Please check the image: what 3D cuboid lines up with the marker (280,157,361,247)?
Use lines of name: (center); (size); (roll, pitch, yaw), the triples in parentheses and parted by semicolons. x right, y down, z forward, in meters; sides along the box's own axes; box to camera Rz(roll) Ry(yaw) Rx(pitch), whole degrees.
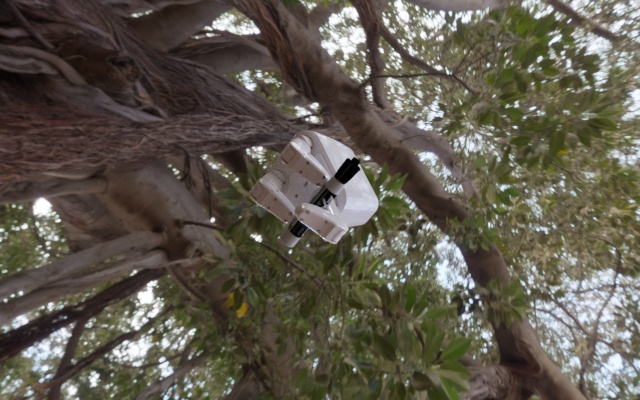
marker: (0.000, 0.002, 0.507); (0.020, 0.121, 0.020); (36, 18, -14)
